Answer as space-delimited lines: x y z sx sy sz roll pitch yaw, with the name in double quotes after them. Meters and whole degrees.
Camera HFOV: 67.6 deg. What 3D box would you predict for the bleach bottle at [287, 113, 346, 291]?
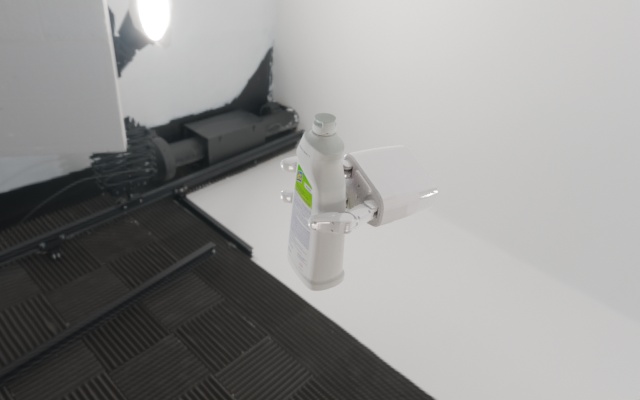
0.000 0.002 0.672 0.068 0.251 0.102 -14 39 -27 "bleach bottle"
